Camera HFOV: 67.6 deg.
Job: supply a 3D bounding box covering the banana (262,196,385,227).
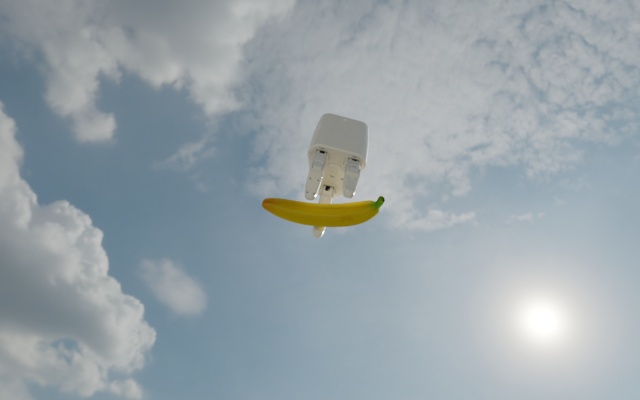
[{"bbox_3d":[0.008,0.015,0.755,0.198,0.037,0.070,-3,-42,17],"label":"banana"}]
